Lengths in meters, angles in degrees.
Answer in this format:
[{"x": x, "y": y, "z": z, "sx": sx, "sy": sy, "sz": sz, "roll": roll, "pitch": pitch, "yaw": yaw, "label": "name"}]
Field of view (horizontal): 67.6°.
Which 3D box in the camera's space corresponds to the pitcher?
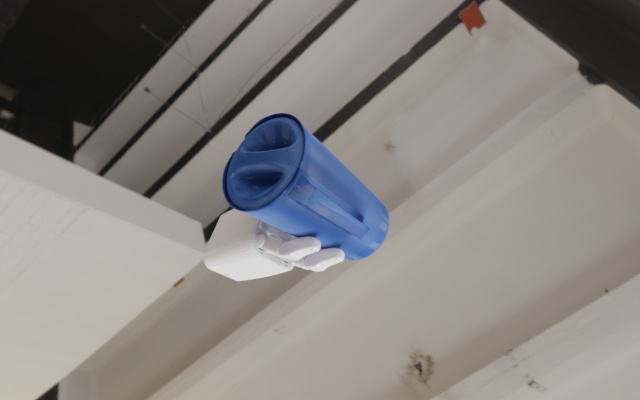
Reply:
[{"x": 0.000, "y": 0.002, "z": 0.651, "sx": 0.145, "sy": 0.149, "sz": 0.243, "roll": -20, "pitch": -35, "yaw": 30, "label": "pitcher"}]
